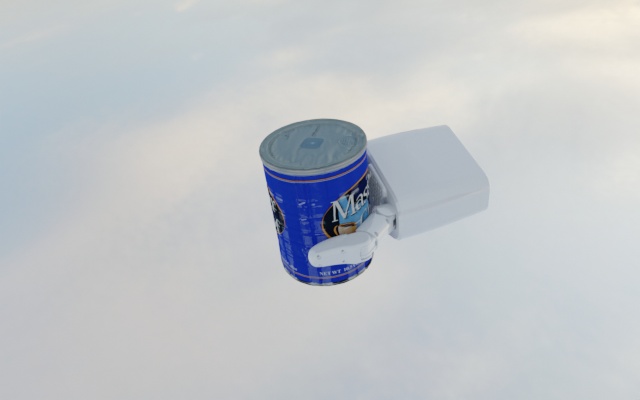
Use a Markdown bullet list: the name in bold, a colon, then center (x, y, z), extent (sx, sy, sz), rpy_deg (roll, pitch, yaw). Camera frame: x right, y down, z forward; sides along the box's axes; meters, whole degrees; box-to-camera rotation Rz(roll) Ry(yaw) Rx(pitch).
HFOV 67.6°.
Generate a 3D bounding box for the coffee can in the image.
- **coffee can**: center (0.000, 0.002, 0.489), extent (0.103, 0.140, 0.102), rpy_deg (-5, 34, 4)
